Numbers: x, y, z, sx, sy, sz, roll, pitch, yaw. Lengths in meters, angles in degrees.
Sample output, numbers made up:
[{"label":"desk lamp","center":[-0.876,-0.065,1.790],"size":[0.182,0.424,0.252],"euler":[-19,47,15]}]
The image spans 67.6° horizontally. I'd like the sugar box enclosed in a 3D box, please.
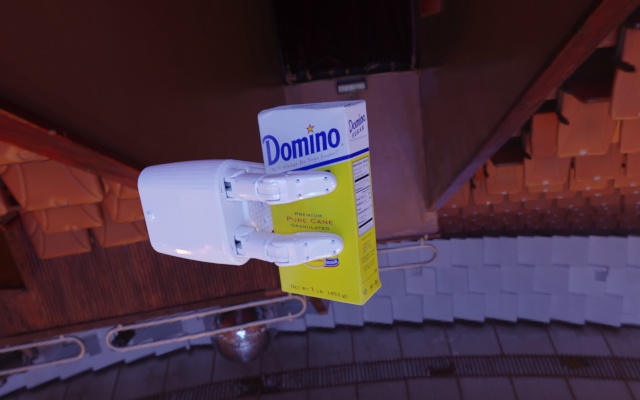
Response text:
[{"label":"sugar box","center":[0.000,0.002,0.436],"size":[0.093,0.176,0.048],"euler":[2,19,32]}]
